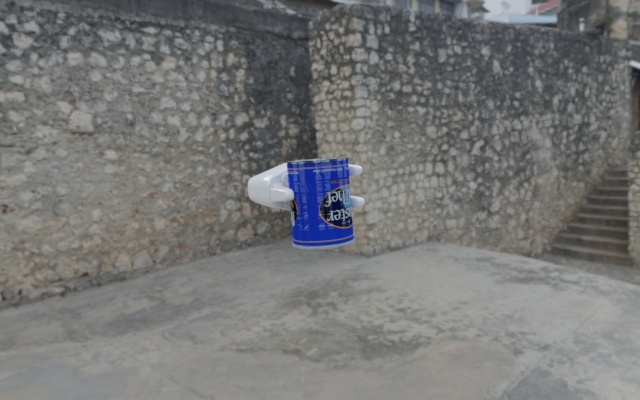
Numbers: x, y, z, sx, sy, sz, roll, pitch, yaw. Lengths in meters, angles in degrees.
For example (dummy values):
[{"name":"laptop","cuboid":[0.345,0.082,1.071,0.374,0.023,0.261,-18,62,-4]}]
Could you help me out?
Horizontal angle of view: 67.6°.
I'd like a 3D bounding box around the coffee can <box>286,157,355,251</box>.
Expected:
[{"name":"coffee can","cuboid":[0.000,0.003,0.782,0.103,0.140,0.103,-4,6,0]}]
